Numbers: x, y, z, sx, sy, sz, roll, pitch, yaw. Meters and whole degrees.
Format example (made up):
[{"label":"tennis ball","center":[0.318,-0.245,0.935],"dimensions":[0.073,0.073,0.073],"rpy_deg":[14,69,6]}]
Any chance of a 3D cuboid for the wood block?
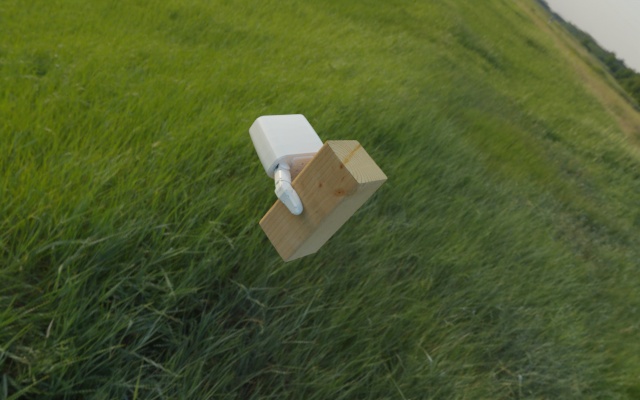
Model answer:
[{"label":"wood block","center":[0.000,0.002,0.804],"dimensions":[0.091,0.090,0.206],"rpy_deg":[-10,-32,-52]}]
